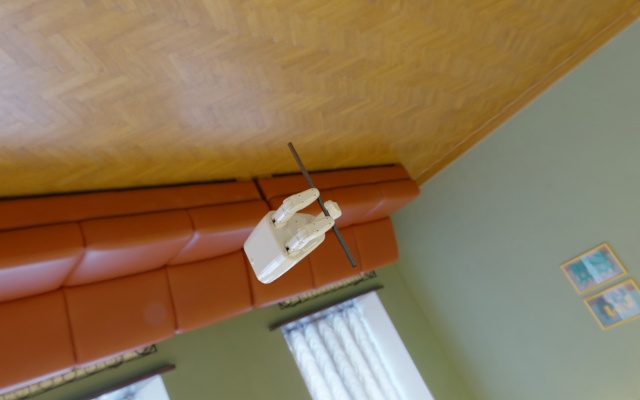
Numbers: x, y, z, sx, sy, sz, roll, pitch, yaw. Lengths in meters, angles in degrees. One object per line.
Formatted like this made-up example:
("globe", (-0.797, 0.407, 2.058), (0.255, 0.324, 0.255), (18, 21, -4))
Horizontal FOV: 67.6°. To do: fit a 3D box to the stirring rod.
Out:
("stirring rod", (0.000, 0.003, 0.788), (0.011, 0.239, 0.011), (-25, -18, -9))
